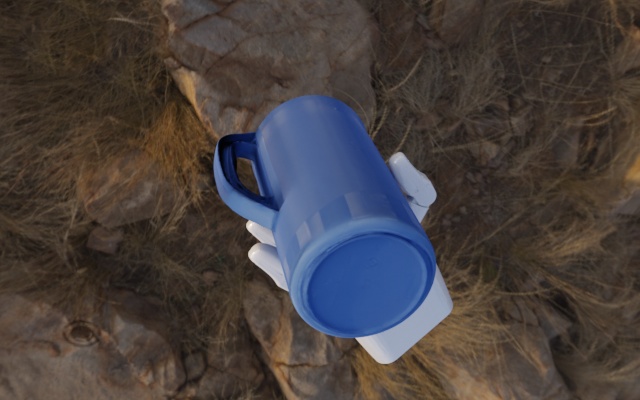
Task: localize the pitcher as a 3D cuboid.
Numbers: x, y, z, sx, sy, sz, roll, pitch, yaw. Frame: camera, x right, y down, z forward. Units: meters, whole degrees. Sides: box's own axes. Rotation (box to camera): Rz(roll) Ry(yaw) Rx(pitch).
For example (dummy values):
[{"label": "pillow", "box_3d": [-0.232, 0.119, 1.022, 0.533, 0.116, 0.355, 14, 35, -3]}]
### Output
[{"label": "pitcher", "box_3d": [0.000, 0.002, 0.432, 0.149, 0.145, 0.242, -30, 30, 5]}]
